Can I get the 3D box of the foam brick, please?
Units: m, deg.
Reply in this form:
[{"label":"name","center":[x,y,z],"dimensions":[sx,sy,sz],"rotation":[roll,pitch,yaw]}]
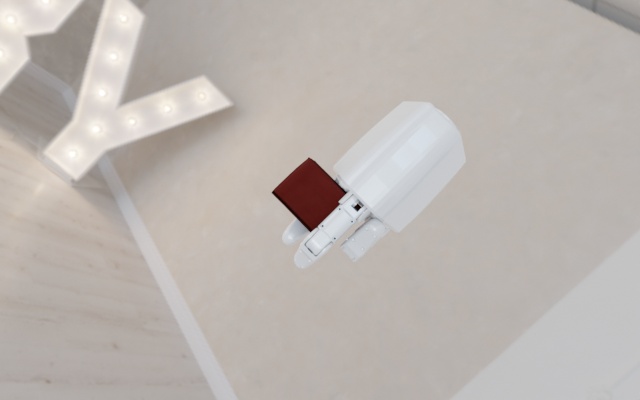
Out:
[{"label":"foam brick","center":[0.000,0.001,0.482],"dimensions":[0.078,0.051,0.053],"rotation":[45,6,5]}]
